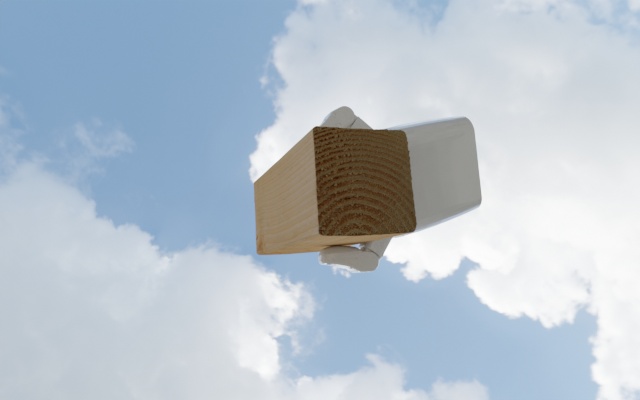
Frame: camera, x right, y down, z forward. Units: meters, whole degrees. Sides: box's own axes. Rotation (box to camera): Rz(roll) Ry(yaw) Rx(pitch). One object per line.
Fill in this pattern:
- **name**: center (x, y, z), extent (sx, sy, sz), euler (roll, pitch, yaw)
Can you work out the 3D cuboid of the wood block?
- **wood block**: center (0.000, 0.002, 0.482), extent (0.090, 0.091, 0.206), euler (-1, -10, -21)
